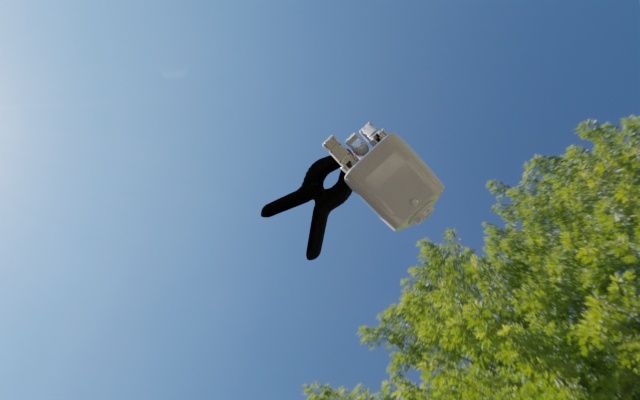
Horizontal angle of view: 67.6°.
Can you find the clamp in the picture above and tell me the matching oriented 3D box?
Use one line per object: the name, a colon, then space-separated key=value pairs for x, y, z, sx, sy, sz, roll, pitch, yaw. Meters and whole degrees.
clamp: x=0.000 y=0.002 z=0.719 sx=0.171 sy=0.120 sz=0.039 roll=-44 pitch=-19 yaw=9
